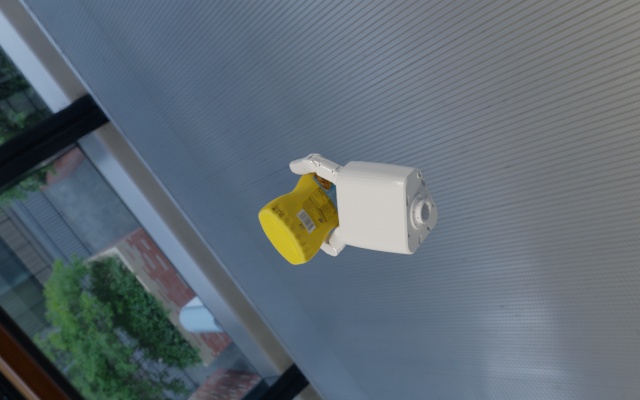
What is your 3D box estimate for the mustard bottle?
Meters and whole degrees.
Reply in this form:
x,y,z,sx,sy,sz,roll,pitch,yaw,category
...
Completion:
x,y,z,sx,sy,sz,roll,pitch,yaw,category
0.000,0.003,0.715,0.058,0.096,0.191,-23,16,50,mustard bottle
